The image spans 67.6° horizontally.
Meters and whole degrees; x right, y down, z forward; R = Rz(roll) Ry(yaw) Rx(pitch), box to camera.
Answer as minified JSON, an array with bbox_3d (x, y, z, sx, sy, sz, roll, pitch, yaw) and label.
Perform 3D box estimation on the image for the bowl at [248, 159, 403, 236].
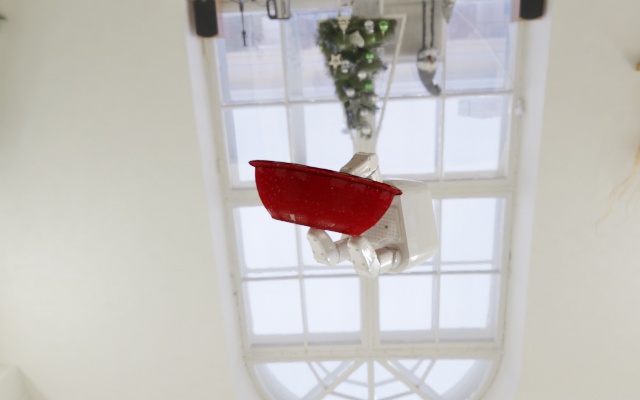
[{"bbox_3d":[-0.001,0.002,0.493,0.162,0.055,0.162,12,-3,1],"label":"bowl"}]
